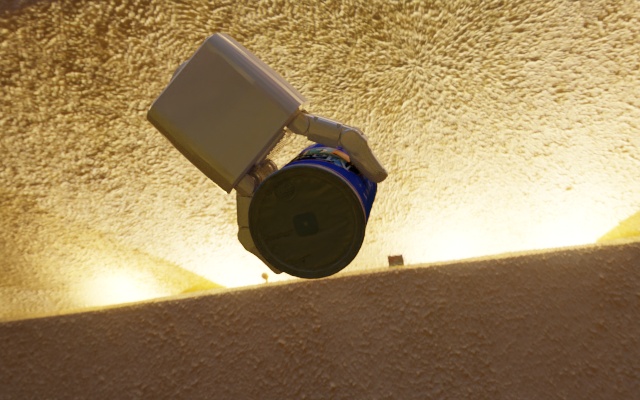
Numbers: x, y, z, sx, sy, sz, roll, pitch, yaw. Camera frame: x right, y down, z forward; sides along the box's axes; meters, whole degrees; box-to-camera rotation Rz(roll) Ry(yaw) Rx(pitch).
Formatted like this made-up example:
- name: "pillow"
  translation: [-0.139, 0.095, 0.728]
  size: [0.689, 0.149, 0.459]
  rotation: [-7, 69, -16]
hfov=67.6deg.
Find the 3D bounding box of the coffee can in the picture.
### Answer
- name: "coffee can"
  translation: [0.000, 0.002, 0.470]
  size: [0.103, 0.103, 0.140]
  rotation: [0, 16, 11]
